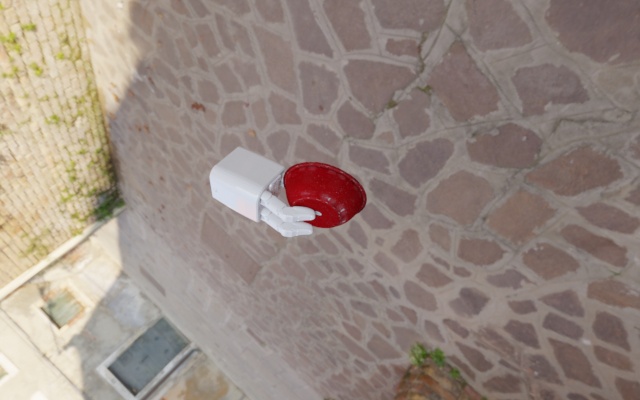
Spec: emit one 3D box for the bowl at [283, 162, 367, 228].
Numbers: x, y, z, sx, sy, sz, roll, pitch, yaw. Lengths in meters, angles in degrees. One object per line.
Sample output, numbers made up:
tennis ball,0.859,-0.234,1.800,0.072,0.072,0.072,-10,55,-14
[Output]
bowl,0.001,0.003,0.868,0.162,0.055,0.162,13,-34,9
